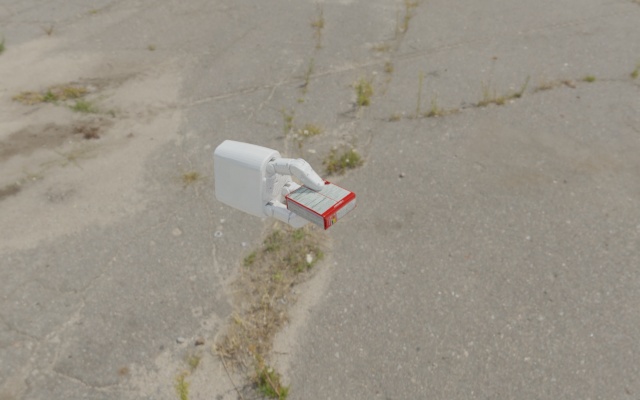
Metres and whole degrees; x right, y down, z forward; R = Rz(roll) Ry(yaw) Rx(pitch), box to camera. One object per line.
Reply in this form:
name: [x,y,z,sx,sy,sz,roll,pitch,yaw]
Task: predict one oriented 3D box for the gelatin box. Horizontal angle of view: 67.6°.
gelatin box: [0.000,0.002,0.753,0.089,0.030,0.073,25,47,37]
